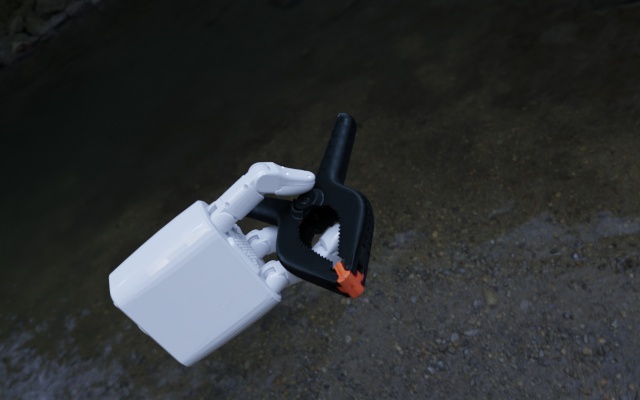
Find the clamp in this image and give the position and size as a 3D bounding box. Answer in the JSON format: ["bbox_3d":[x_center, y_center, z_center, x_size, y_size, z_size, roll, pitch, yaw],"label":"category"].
[{"bbox_3d":[0.000,0.001,0.444,0.036,0.164,0.210,50,0,-39],"label":"clamp"}]
